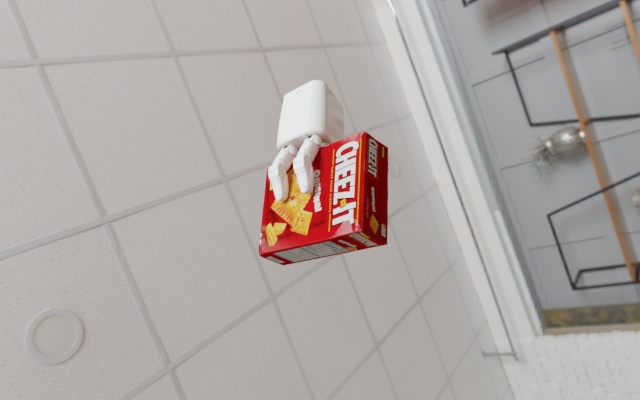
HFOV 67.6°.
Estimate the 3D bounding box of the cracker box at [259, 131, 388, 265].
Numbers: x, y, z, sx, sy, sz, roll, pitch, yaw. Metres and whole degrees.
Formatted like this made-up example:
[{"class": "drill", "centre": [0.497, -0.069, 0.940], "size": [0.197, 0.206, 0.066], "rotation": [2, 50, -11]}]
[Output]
[{"class": "cracker box", "centre": [0.000, 0.003, 0.757], "size": [0.214, 0.164, 0.072], "rotation": [-17, -31, 39]}]
